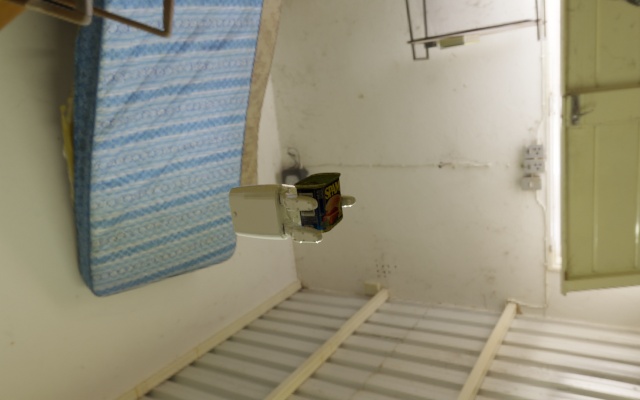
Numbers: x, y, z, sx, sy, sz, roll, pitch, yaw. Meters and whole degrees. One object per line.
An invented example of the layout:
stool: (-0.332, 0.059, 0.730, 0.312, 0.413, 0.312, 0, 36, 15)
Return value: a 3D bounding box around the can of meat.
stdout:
can of meat: (0.000, 0.003, 0.823, 0.057, 0.084, 0.102, 0, 15, 23)
